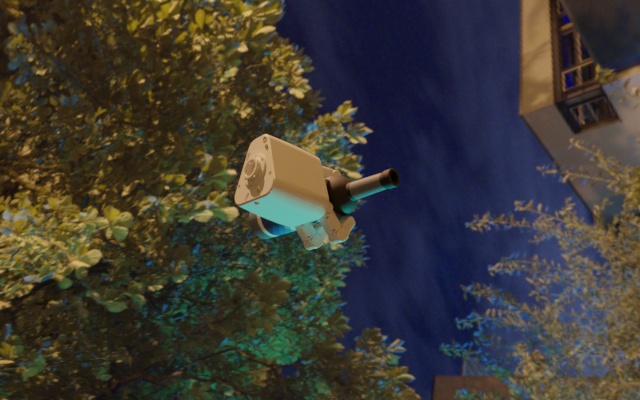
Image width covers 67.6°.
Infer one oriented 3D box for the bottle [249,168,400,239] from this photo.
[{"bbox_3d":[0.000,0.003,0.774,0.296,0.069,0.069,-19,-13,41],"label":"bottle"}]
